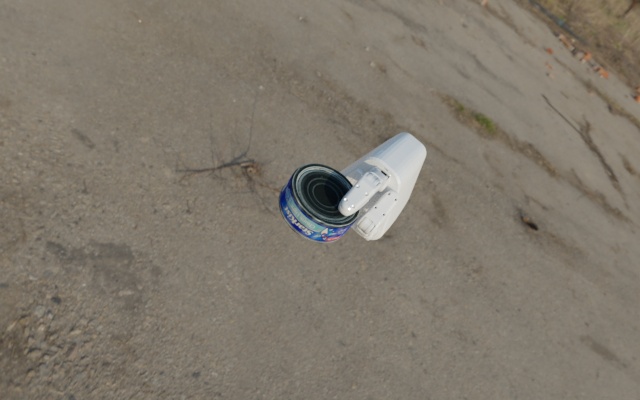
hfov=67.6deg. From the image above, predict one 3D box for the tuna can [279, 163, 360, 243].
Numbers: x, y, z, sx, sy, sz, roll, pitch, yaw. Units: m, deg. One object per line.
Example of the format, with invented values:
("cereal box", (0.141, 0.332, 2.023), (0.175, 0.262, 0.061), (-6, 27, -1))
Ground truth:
("tuna can", (0.000, 0.001, 0.519), (0.086, 0.086, 0.034), (0, -34, -33))
